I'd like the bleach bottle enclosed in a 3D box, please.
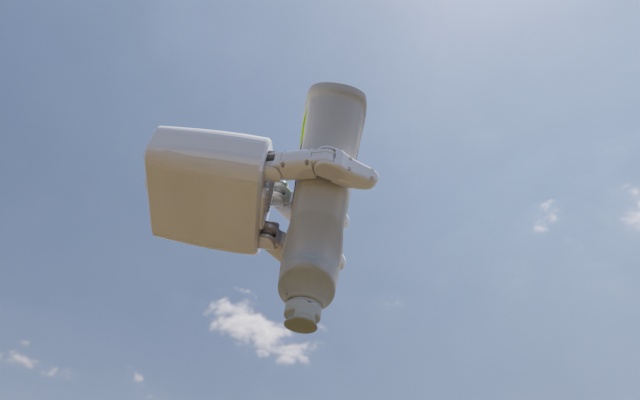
[{"bbox_3d":[0.000,0.002,0.460,0.068,0.250,0.103,9,-40,1],"label":"bleach bottle"}]
